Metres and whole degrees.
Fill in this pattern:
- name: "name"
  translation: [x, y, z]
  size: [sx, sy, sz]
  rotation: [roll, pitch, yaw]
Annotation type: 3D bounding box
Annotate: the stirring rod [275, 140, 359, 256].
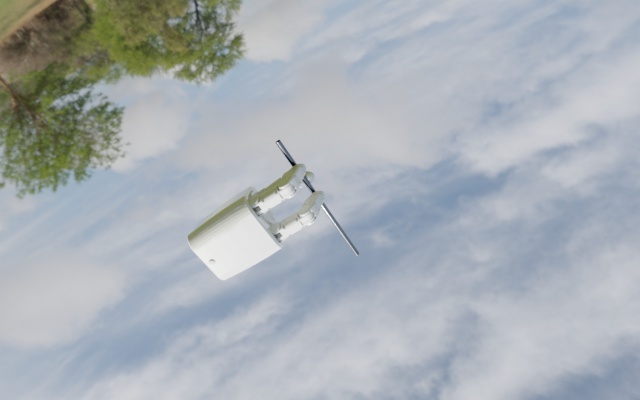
- name: "stirring rod"
  translation: [0.000, 0.002, 0.737]
  size: [0.011, 0.240, 0.011]
  rotation: [-26, 30, 16]
